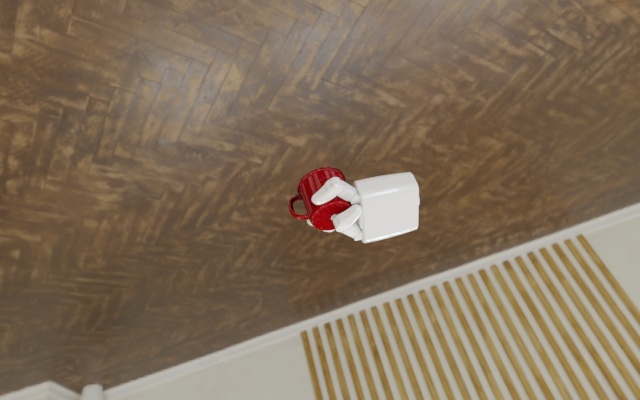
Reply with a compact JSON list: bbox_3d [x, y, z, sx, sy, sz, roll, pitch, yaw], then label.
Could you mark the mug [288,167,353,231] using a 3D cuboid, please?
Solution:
[{"bbox_3d":[-0.001,0.003,0.863,0.117,0.081,0.093,-13,-40,-7],"label":"mug"}]
